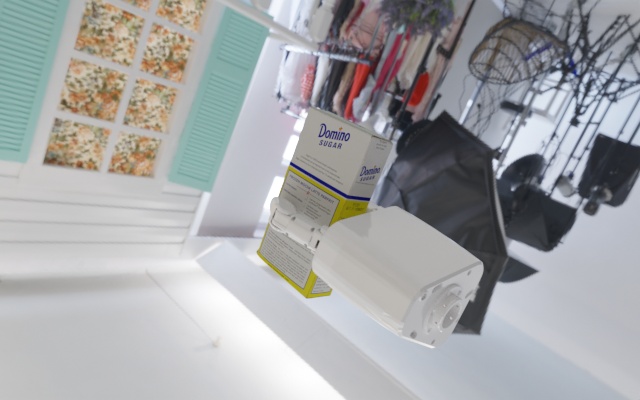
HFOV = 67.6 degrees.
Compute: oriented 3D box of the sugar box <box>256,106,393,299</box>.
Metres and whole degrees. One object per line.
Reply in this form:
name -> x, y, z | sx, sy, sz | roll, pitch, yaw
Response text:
sugar box -> 0.000, 0.002, 0.498 | 0.093, 0.176, 0.048 | 33, 16, 38
